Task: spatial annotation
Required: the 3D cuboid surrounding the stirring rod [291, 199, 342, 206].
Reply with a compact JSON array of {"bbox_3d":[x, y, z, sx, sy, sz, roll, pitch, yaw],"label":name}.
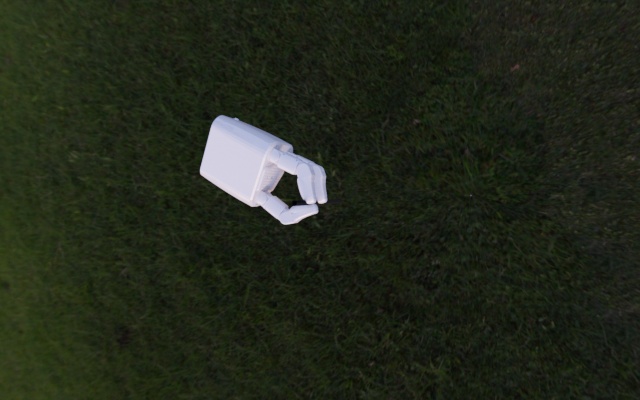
[{"bbox_3d":[0.000,0.003,0.766,0.011,0.011,0.239,0,1,17],"label":"stirring rod"}]
